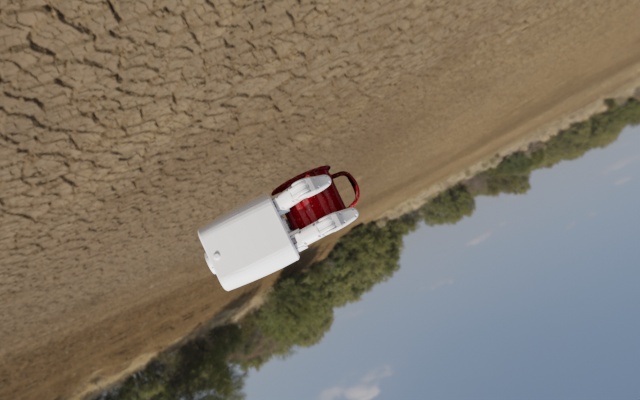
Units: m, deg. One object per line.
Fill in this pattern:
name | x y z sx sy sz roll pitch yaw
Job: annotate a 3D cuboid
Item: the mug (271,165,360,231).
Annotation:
mug | 0.001 0.002 0.676 0.117 0.081 0.093 -25 -6 -5
